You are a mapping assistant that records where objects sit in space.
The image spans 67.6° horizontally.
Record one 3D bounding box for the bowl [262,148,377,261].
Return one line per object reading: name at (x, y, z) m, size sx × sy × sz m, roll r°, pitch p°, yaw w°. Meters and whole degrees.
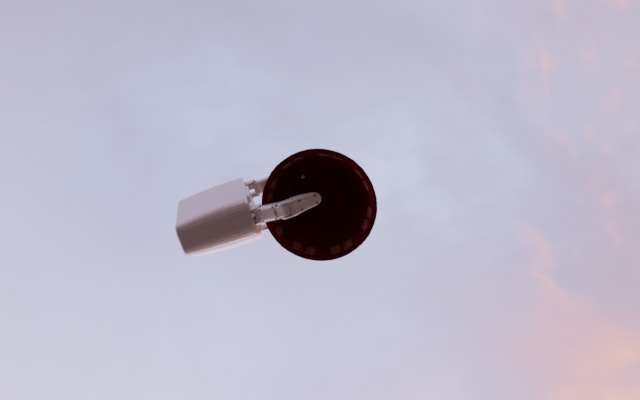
bowl at (0.001, 0.002, 0.686) m, size 0.162 × 0.162 × 0.055 m, roll 0°, pitch 14°, yaw 6°
